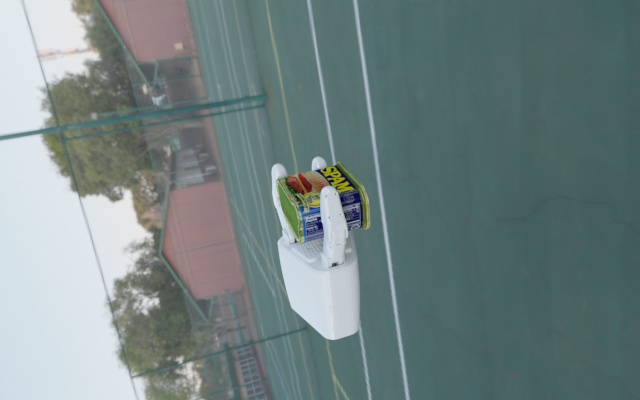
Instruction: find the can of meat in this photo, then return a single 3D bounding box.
[{"bbox_3d":[0.000,0.002,0.568,0.084,0.057,0.102,-14,31,-14],"label":"can of meat"}]
